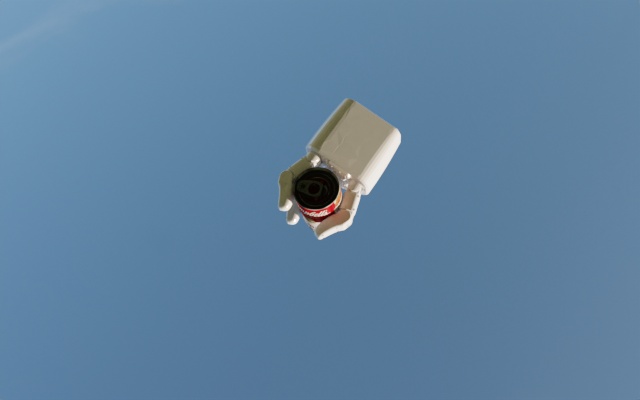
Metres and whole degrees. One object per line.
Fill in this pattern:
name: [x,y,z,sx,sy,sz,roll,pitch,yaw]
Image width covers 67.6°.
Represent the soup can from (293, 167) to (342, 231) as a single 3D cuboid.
soup can: [0.000,0.003,0.722,0.068,0.068,0.102,0,-24,8]
